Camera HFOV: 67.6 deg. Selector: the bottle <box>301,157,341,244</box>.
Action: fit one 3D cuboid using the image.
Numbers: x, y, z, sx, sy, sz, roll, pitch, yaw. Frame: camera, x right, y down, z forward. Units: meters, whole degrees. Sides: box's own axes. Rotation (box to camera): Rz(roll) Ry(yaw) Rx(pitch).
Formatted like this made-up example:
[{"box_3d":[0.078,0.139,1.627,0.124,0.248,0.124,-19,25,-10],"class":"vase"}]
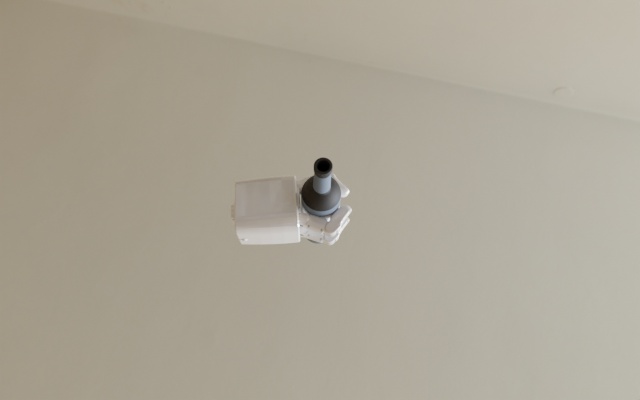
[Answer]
[{"box_3d":[0.000,0.003,0.817,0.069,0.069,0.296,0,-21,-2],"class":"bottle"}]
